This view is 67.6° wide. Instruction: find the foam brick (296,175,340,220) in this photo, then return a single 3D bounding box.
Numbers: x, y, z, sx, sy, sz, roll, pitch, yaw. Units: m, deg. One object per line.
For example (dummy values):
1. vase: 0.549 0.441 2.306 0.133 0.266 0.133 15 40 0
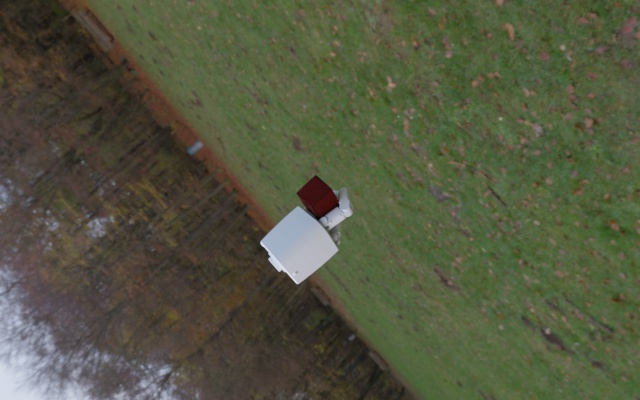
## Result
1. foam brick: 0.000 0.003 0.899 0.053 0.051 0.078 42 -11 40
